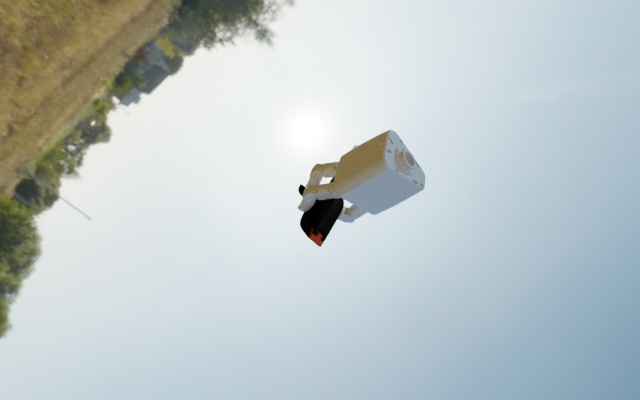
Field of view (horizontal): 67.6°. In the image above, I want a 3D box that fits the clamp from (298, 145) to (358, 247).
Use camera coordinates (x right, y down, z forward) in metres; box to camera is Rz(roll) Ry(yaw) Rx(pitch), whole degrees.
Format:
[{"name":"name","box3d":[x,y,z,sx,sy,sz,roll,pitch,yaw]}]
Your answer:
[{"name":"clamp","box3d":[0.001,0.004,0.860,0.036,0.209,0.164,40,-48,-23]}]
